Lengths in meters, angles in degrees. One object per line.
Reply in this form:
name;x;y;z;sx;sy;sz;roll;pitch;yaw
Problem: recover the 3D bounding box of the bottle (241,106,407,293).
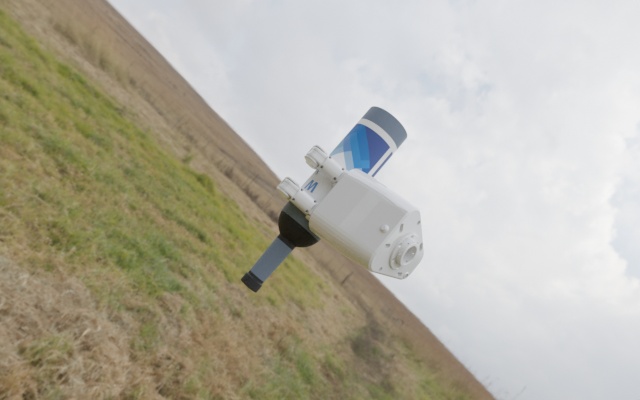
bottle;0.000;0.002;0.647;0.069;0.295;0.069;40;-8;7
